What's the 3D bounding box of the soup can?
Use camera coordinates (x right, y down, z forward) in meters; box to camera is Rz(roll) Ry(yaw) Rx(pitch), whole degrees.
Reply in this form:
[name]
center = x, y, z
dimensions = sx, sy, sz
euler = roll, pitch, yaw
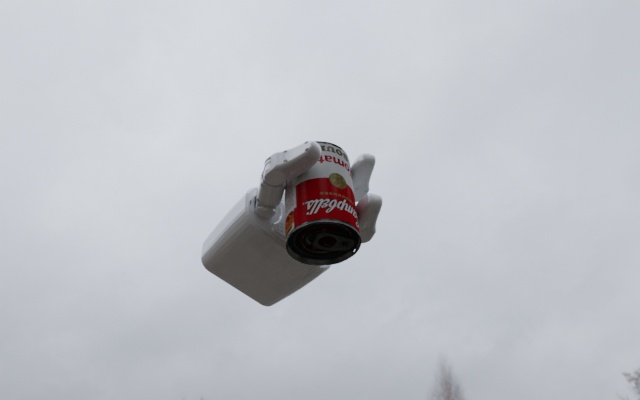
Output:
[soup can]
center = 0.000, 0.001, 0.457
dimensions = 0.068, 0.102, 0.069
euler = -2, -40, -2
